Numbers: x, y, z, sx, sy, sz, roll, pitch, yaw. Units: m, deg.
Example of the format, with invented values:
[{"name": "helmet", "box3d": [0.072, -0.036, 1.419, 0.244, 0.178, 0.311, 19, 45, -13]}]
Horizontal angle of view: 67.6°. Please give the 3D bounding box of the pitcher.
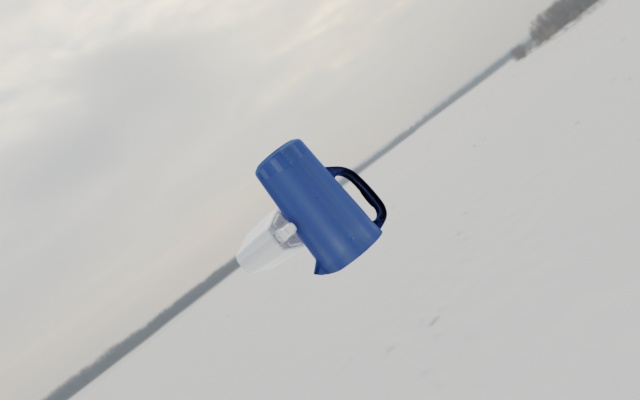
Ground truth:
[{"name": "pitcher", "box3d": [0.000, 0.003, 0.886, 0.145, 0.243, 0.149, -38, 0, 29]}]
